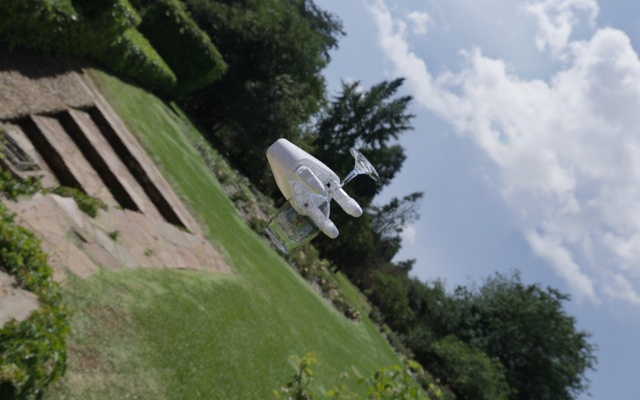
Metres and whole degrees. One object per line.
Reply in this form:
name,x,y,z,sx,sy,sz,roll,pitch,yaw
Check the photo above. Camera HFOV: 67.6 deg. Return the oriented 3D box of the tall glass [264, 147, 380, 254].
tall glass,0.001,0.002,0.805,0.201,0.079,0.079,-41,2,-3
